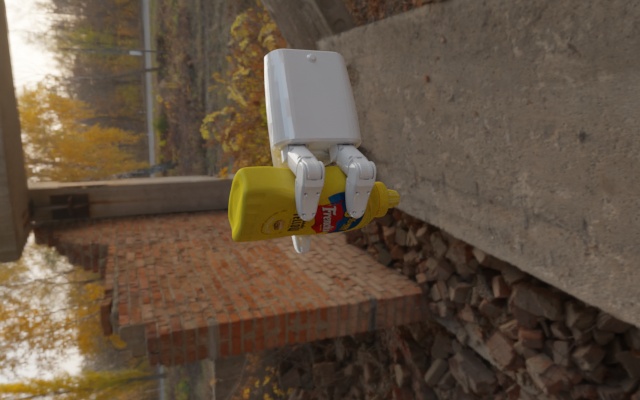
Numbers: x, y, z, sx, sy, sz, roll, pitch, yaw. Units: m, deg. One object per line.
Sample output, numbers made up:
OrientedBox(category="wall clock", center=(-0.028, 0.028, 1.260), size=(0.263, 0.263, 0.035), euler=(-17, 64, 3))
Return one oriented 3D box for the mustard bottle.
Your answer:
OrientedBox(category="mustard bottle", center=(0.000, 0.002, 0.526), size=(0.191, 0.058, 0.096), euler=(-3, -37, -22))
